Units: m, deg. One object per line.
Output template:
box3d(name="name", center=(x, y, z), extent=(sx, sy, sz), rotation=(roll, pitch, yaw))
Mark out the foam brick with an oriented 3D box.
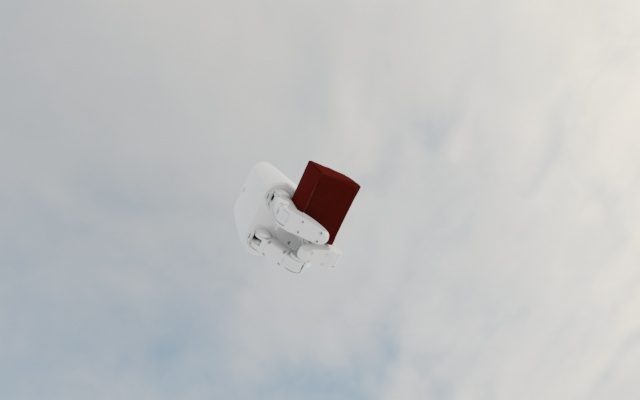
box3d(name="foam brick", center=(0.000, 0.002, 0.551), extent=(0.053, 0.078, 0.051), rotation=(21, 13, -24))
